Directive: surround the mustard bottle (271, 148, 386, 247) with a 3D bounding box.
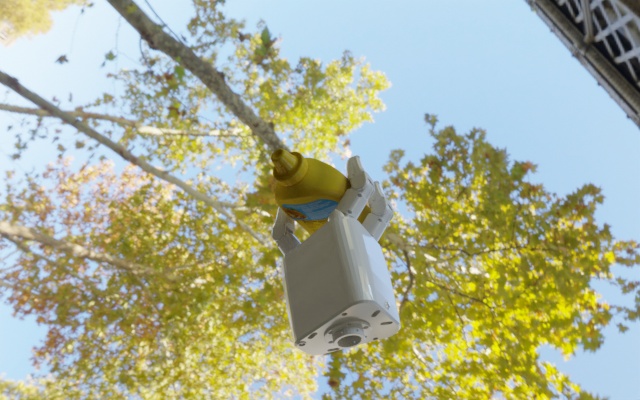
[{"bbox_3d":[0.000,0.002,0.583,0.096,0.058,0.192,-6,-35,32],"label":"mustard bottle"}]
